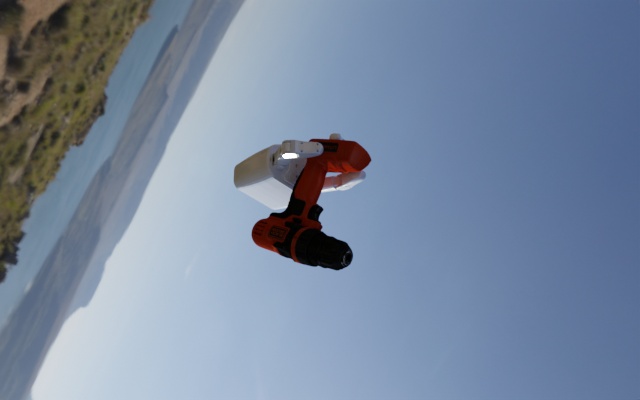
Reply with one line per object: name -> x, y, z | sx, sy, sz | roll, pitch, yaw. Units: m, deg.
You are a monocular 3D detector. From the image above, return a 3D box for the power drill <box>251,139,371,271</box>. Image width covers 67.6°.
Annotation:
power drill -> 0.000, 0.002, 0.684 | 0.184, 0.187, 0.057 | 12, -23, 42
